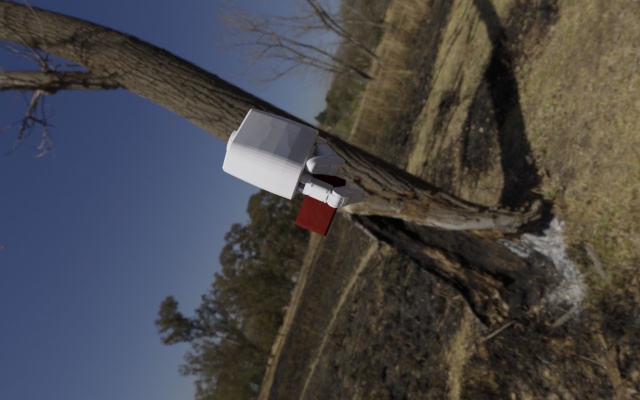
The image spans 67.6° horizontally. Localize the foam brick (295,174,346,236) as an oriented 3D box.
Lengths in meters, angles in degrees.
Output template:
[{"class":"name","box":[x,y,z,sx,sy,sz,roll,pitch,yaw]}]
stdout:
[{"class":"foam brick","box":[0.000,0.003,0.717,0.051,0.078,0.053,20,31,-2]}]
